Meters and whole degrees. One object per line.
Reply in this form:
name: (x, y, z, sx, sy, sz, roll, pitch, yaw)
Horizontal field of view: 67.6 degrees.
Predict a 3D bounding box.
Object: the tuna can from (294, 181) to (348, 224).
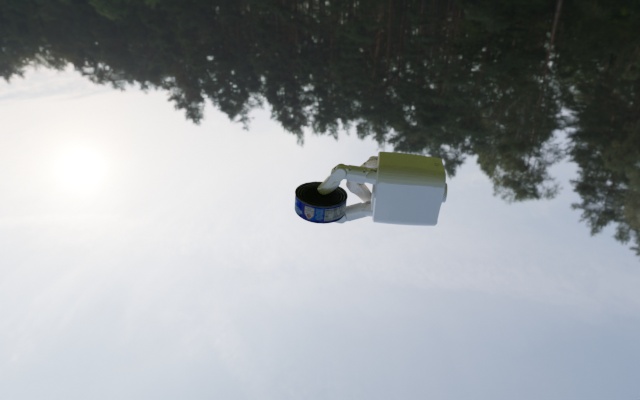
tuna can: (0.000, 0.003, 0.775, 0.086, 0.034, 0.086, 4, 29, -2)
